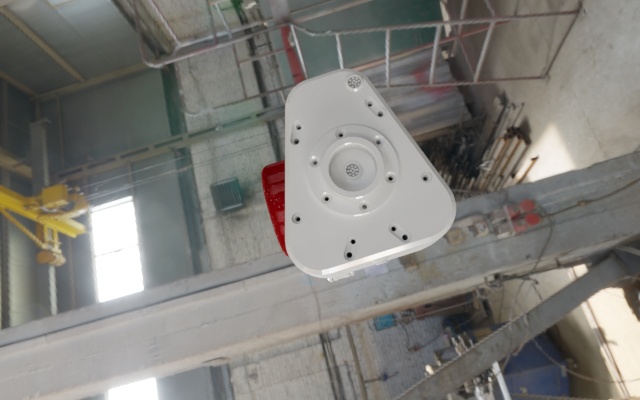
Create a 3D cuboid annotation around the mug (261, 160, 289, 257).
[{"bbox_3d":[0.000,0.002,0.419,0.081,0.093,0.117,-16,-10,1],"label":"mug"}]
